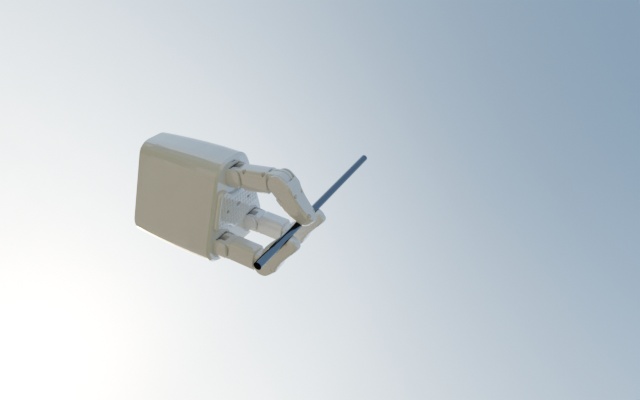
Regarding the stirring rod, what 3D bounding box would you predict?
[{"bbox_3d":[0.000,0.002,0.501,0.011,0.011,0.239,0,27,30],"label":"stirring rod"}]
